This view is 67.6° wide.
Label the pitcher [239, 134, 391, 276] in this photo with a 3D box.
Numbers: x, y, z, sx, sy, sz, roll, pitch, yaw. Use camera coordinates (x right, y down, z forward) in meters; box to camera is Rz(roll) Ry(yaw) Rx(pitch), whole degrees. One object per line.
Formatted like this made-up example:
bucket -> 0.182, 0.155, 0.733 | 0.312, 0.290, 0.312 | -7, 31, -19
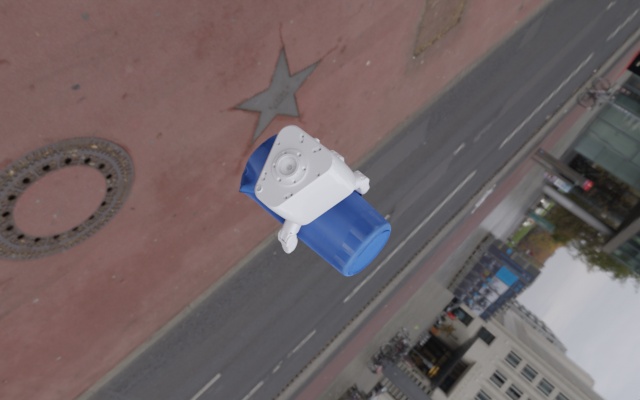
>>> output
pitcher -> 0.000, 0.003, 0.785 | 0.242, 0.149, 0.145 | 41, 0, 22
